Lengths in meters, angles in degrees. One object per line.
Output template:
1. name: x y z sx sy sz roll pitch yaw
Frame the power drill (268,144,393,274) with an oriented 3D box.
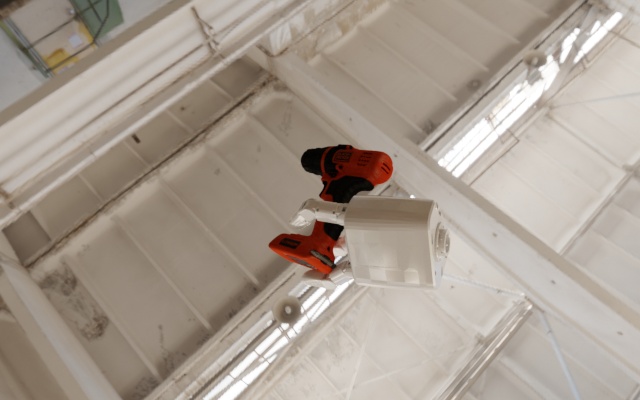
1. power drill: 0.000 0.003 0.696 0.057 0.187 0.184 36 -15 -35
